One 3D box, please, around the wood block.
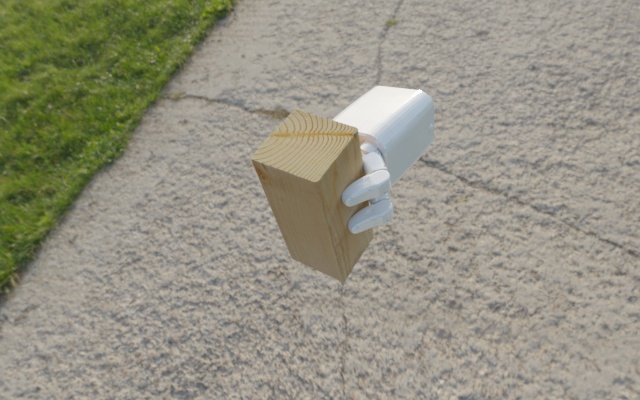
[{"bbox_3d":[0.000,0.001,0.596,0.091,0.090,0.206,22,-31,27],"label":"wood block"}]
